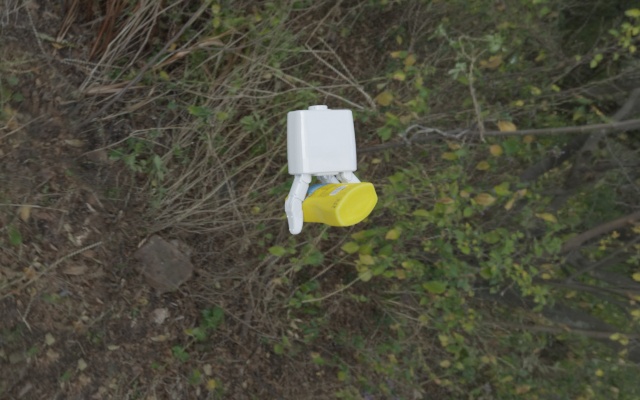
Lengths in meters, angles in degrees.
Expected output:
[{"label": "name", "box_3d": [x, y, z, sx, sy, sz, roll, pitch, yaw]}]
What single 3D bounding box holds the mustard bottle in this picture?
[{"label": "mustard bottle", "box_3d": [0.000, 0.003, 0.833, 0.096, 0.058, 0.191, -36, 24, -33]}]
